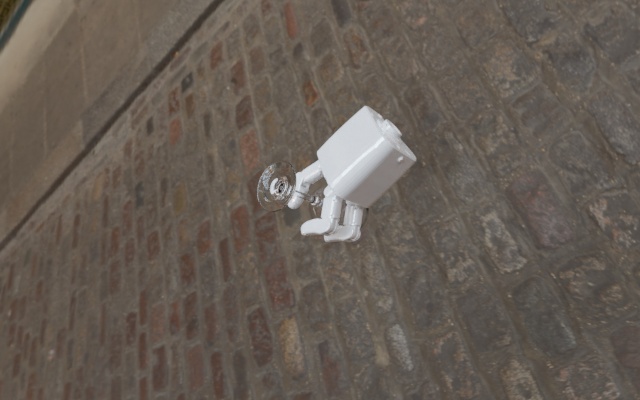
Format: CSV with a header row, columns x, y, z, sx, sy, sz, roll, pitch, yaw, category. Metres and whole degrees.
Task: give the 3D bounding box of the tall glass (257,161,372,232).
x,y,z,sx,sy,sz,roll,pitch,yaw,category
0.000,0.002,0.740,0.079,0.079,0.201,0,-13,40,tall glass
